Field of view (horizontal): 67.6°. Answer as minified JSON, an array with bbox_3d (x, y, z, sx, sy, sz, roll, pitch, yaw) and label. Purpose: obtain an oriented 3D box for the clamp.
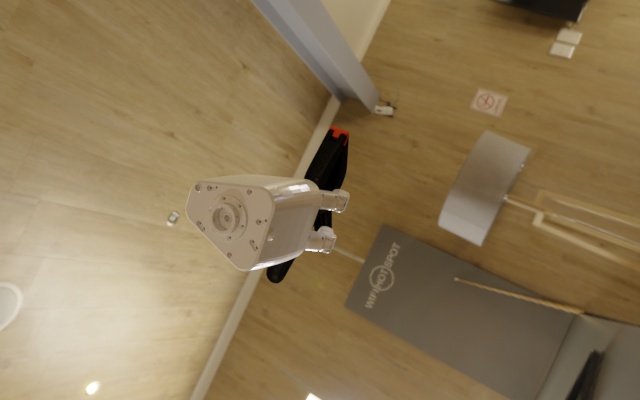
[{"bbox_3d":[-0.001,0.001,0.658,0.036,0.210,0.164,24,14,19],"label":"clamp"}]
